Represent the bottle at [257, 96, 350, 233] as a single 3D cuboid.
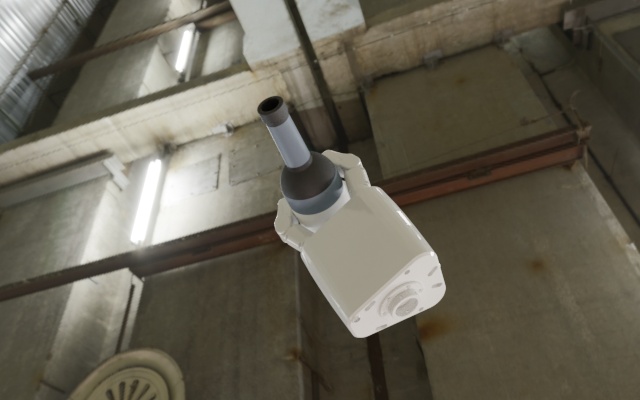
[{"bbox_3d":[0.000,0.002,0.556,0.069,0.069,0.296,0,-39,25],"label":"bottle"}]
